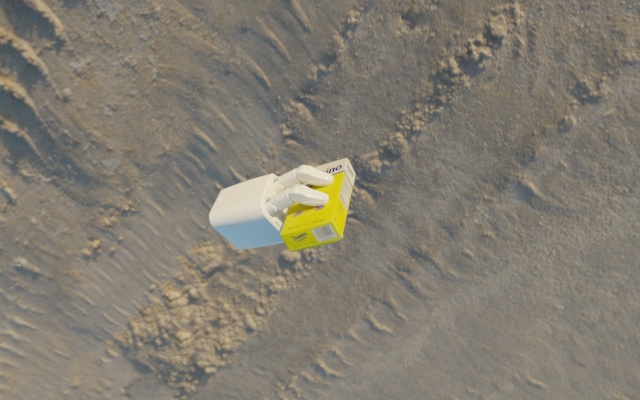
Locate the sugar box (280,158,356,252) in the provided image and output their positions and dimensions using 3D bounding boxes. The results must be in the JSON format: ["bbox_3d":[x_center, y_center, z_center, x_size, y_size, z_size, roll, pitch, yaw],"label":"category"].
[{"bbox_3d":[0.000,0.002,0.788,0.093,0.048,0.176,-15,35,22],"label":"sugar box"}]
